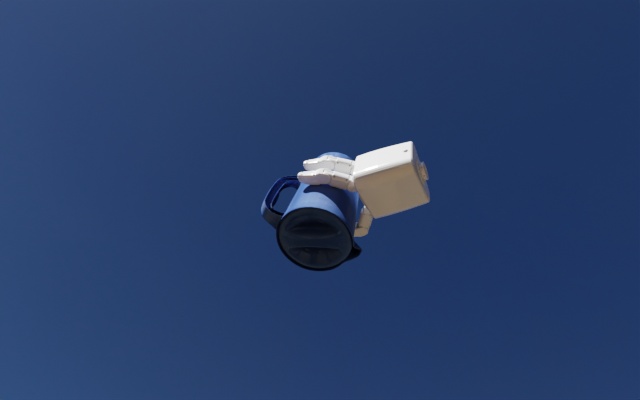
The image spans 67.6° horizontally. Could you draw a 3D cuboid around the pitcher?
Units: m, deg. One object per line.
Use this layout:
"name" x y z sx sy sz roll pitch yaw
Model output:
"pitcher" 0.000 0.003 0.892 0.145 0.149 0.242 -17 27 21
